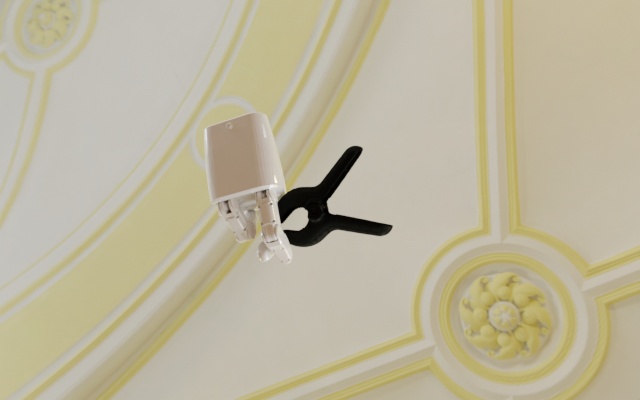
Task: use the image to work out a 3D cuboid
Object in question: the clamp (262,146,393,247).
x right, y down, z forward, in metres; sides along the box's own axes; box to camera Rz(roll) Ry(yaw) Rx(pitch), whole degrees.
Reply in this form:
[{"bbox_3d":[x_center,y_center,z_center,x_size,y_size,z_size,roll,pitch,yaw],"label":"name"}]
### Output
[{"bbox_3d":[0.000,0.002,0.624,0.171,0.120,0.039,-13,-14,15],"label":"clamp"}]
